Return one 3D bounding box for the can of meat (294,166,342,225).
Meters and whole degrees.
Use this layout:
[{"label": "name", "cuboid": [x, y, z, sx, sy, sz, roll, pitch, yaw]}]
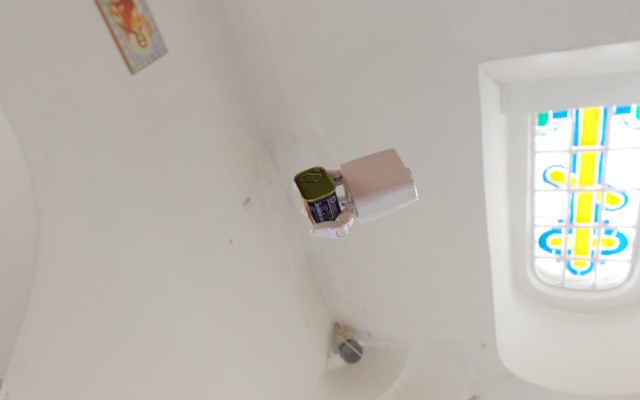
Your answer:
[{"label": "can of meat", "cuboid": [0.000, 0.003, 0.817, 0.057, 0.084, 0.102, -22, 32, -5]}]
